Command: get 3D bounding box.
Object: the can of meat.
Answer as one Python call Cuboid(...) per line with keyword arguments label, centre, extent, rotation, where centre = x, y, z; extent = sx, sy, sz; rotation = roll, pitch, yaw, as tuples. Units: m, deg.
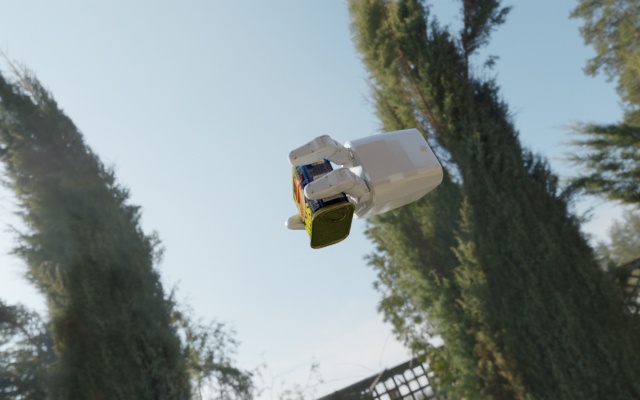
Cuboid(label="can of meat", centre=(0.000, 0.002, 0.628), extent=(0.057, 0.084, 0.102), rotation=(-17, -29, -13))
